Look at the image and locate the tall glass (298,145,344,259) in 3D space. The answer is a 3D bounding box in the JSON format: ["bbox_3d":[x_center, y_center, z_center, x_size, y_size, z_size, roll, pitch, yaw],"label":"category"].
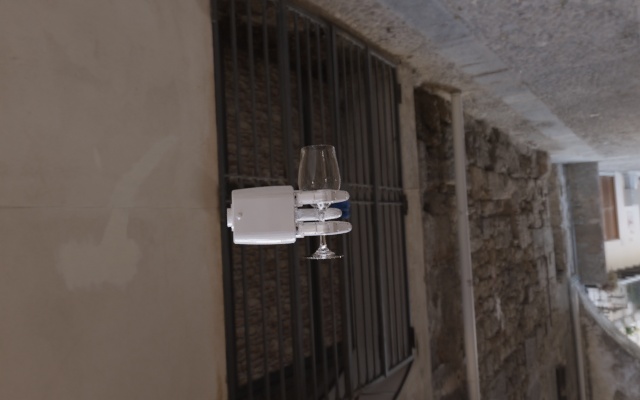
[{"bbox_3d":[0.000,0.004,0.868,0.079,0.201,0.079,-3,-3,0],"label":"tall glass"}]
